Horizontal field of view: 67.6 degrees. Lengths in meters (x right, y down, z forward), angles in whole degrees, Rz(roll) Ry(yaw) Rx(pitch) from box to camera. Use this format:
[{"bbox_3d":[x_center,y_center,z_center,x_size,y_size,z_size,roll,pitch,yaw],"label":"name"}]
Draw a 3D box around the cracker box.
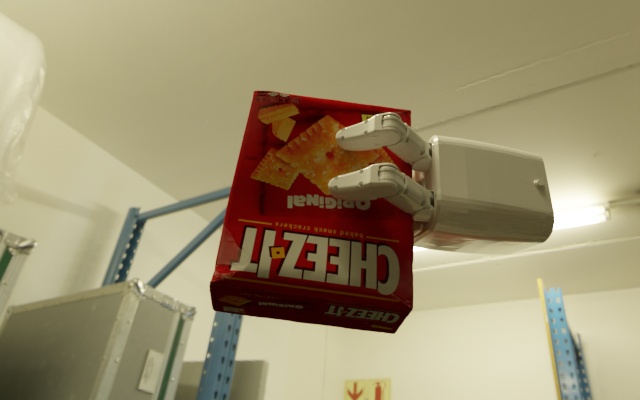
[{"bbox_3d":[0.000,0.001,0.447,0.164,0.213,0.072,8,-33,-2],"label":"cracker box"}]
